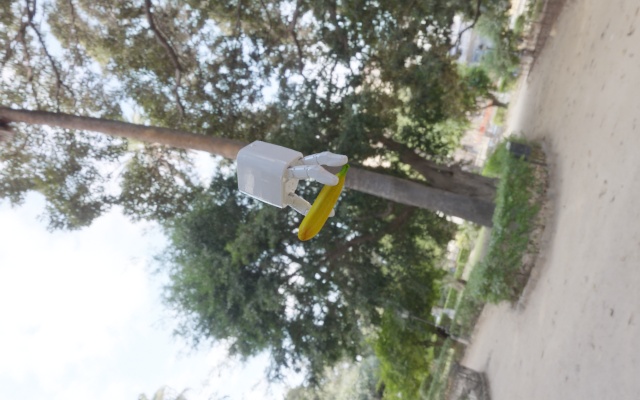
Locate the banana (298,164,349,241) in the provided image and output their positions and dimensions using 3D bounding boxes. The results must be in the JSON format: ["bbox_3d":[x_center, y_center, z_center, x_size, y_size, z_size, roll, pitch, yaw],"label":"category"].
[{"bbox_3d":[0.001,0.012,0.910,0.037,0.197,0.070,21,-36,12],"label":"banana"}]
